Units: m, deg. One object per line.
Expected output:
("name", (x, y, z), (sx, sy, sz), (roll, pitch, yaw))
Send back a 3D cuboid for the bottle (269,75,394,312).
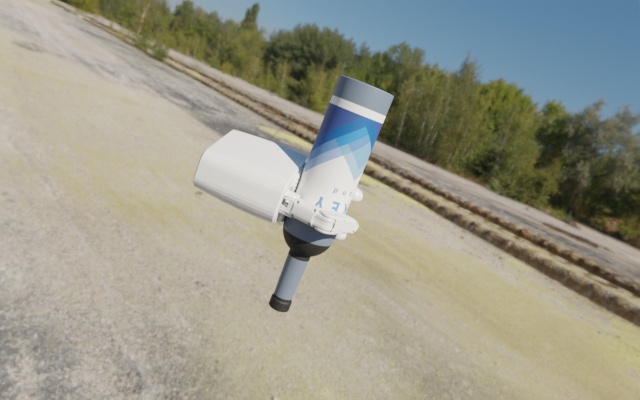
("bottle", (0.000, 0.002, 0.578), (0.069, 0.296, 0.069), (21, 12, -5))
